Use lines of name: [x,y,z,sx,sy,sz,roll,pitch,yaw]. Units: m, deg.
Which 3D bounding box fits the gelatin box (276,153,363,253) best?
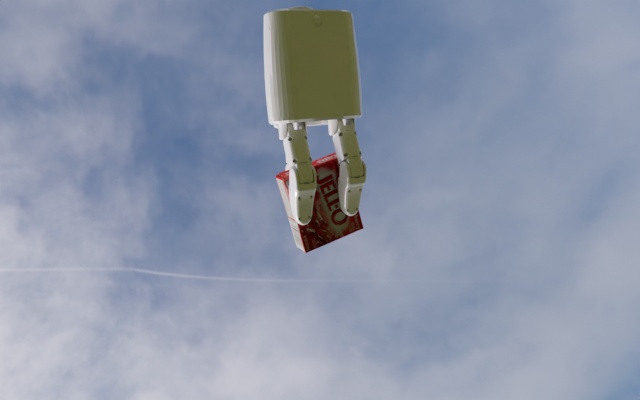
gelatin box: [0.000,0.002,0.514,0.073,0.089,0.030,-22,19,-19]
